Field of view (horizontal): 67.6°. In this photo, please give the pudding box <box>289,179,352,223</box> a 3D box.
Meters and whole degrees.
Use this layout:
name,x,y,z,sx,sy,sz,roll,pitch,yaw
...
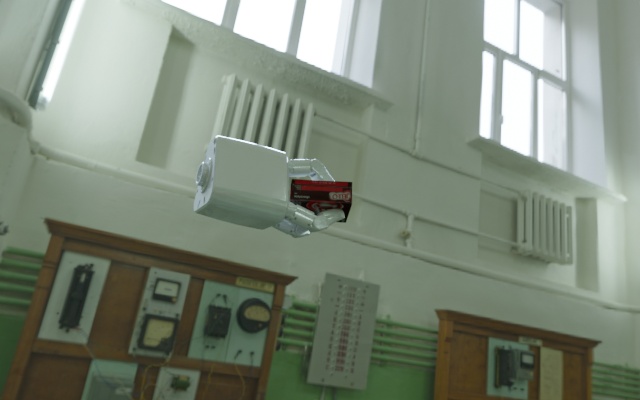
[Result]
name,x,y,z,sx,sy,sz,roll,pitch,yaw
pudding box,0.000,0.002,0.730,0.090,0.039,0.113,4,-15,0
